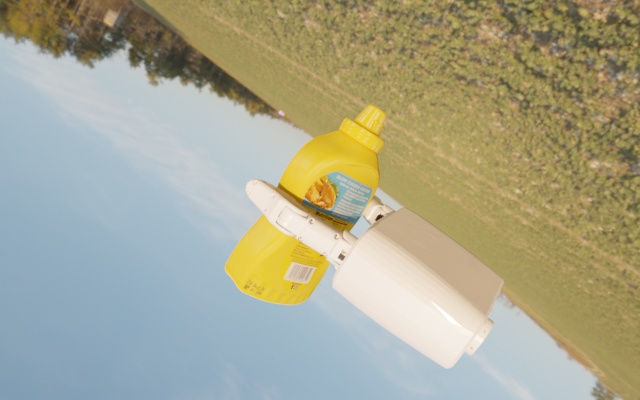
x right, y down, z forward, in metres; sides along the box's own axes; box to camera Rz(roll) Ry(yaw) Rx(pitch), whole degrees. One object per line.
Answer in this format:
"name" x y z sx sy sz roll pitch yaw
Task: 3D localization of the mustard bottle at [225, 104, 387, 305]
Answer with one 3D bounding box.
"mustard bottle" 0.000 0.001 0.427 0.096 0.191 0.058 22 14 -47
